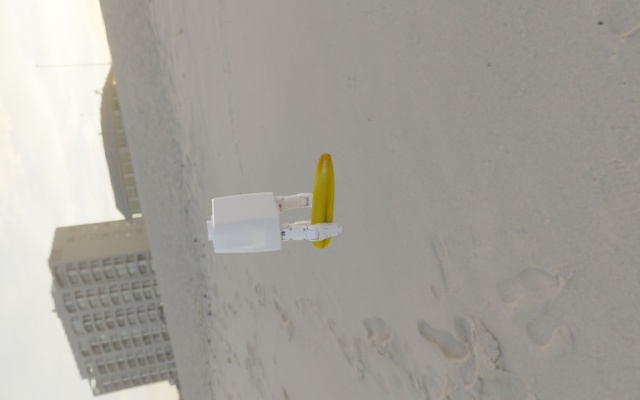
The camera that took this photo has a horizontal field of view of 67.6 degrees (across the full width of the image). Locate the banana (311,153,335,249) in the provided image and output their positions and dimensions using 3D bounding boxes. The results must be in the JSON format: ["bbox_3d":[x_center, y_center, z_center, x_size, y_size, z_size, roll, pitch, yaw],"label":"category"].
[{"bbox_3d":[0.002,0.017,0.808,0.037,0.198,0.069,-1,40,-6],"label":"banana"}]
